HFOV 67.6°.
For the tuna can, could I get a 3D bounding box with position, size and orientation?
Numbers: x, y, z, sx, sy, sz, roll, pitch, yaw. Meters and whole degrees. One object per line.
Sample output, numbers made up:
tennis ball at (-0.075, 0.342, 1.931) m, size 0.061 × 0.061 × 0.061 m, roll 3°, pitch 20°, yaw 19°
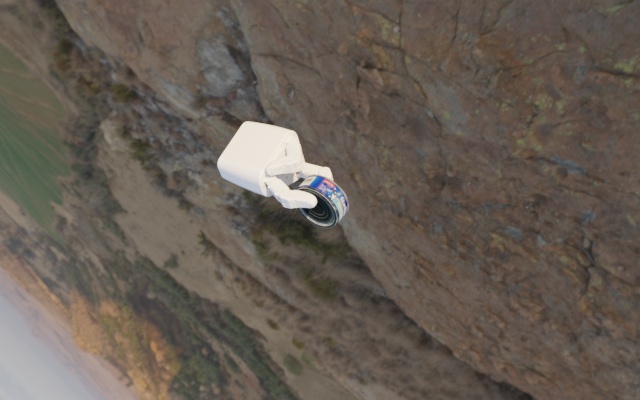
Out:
tuna can at (0.000, 0.003, 0.757) m, size 0.086 × 0.086 × 0.033 m, roll 0°, pitch 38°, yaw 43°
